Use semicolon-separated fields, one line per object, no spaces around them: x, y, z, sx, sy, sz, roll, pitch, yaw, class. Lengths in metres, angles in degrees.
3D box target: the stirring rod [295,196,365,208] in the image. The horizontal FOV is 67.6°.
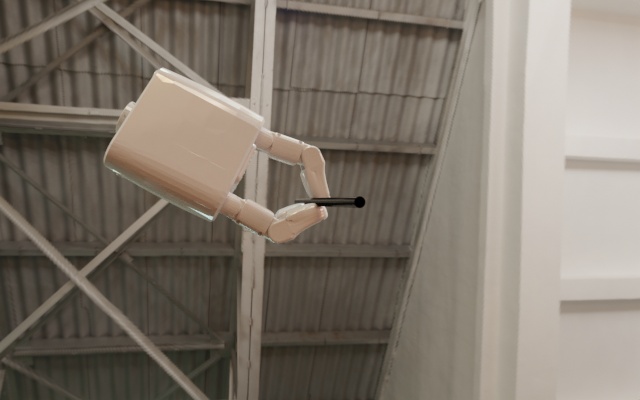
0.000;0.001;0.439;0.011;0.011;0.239;0;0;-13;stirring rod
